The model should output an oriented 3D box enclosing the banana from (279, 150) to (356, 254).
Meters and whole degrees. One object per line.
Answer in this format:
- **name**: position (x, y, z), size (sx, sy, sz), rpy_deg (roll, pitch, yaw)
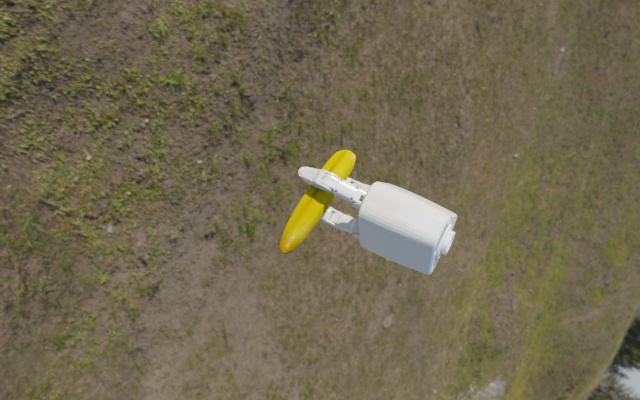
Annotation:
- **banana**: position (0.004, -0.010, 0.671), size (0.037, 0.197, 0.070), rpy_deg (29, -32, 10)
